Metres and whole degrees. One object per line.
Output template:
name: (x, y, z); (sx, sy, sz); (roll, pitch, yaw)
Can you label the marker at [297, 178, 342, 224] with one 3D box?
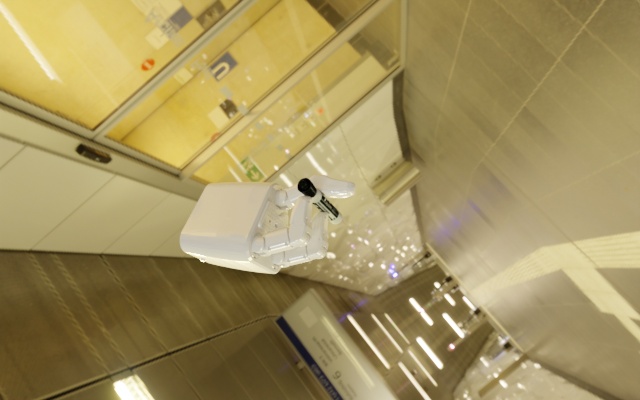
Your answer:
marker: (0.000, 0.002, 0.610); (0.020, 0.020, 0.121); (0, -22, 23)
